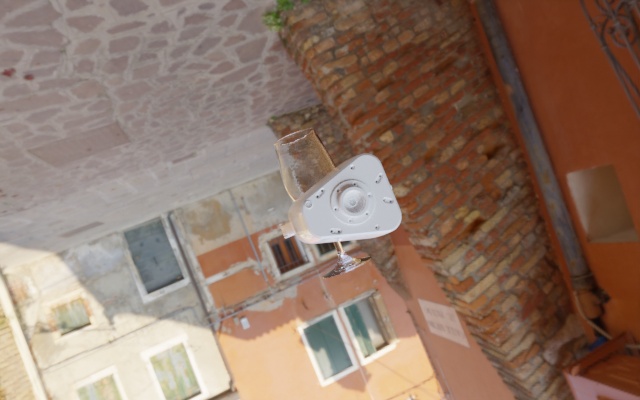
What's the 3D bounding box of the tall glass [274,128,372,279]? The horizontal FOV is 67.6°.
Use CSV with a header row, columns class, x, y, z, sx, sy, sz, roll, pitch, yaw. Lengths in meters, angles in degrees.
class,x,y,z,sx,sy,sz,roll,pitch,yaw
tall glass,0.000,0.003,0.670,0.079,0.201,0.079,-22,-2,-1
